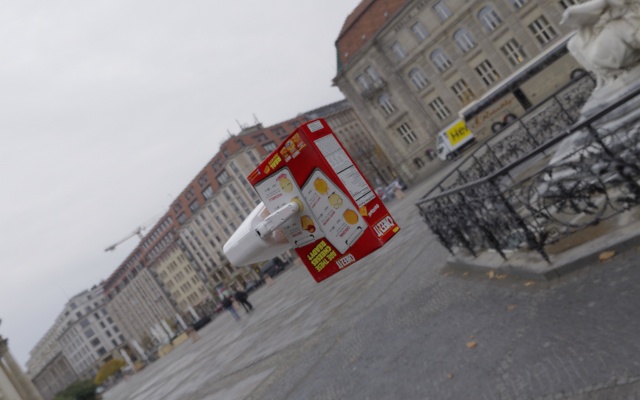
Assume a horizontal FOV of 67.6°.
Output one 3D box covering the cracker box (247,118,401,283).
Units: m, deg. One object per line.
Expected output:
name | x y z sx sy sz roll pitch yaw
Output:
cracker box | 0.000 0.002 0.758 0.164 0.213 0.072 -37 -3 43
